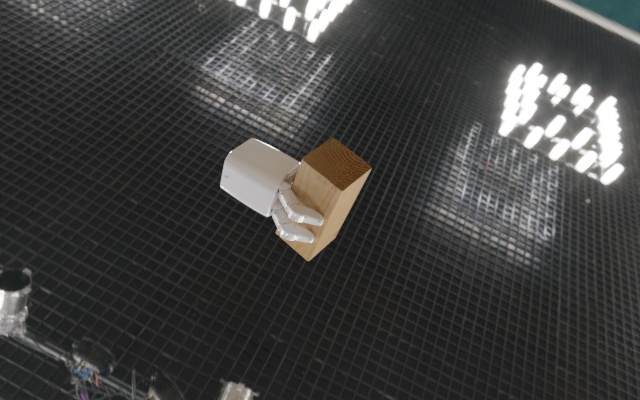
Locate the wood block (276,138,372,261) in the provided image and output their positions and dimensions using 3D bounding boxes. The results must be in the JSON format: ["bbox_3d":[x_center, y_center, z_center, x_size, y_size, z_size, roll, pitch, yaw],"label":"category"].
[{"bbox_3d":[0.000,0.002,0.857,0.090,0.206,0.090,39,49,14],"label":"wood block"}]
